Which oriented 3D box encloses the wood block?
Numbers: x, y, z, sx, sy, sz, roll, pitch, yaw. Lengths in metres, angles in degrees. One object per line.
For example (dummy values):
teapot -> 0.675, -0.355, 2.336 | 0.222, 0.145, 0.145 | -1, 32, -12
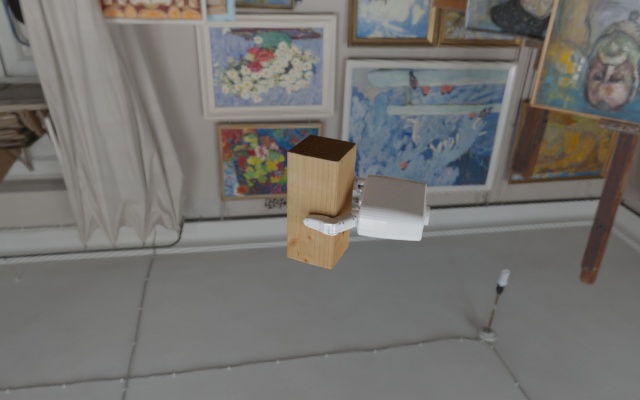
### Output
wood block -> 0.000, 0.003, 0.829 | 0.090, 0.206, 0.090 | 13, 30, 20
